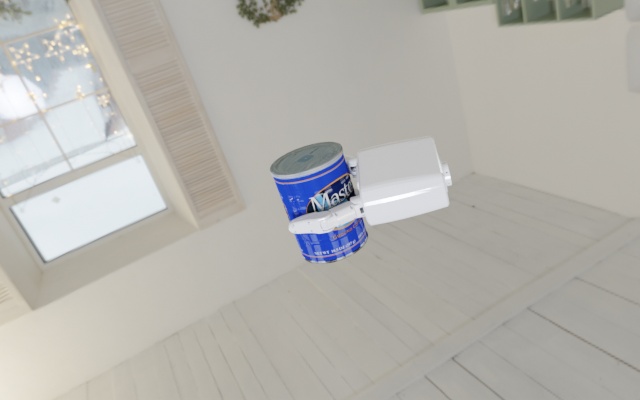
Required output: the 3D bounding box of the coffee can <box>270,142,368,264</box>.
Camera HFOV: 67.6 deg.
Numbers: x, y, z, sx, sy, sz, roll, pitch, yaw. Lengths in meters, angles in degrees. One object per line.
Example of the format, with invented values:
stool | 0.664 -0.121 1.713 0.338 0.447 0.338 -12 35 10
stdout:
coffee can | 0.000 0.002 0.671 0.103 0.140 0.102 -15 24 7
